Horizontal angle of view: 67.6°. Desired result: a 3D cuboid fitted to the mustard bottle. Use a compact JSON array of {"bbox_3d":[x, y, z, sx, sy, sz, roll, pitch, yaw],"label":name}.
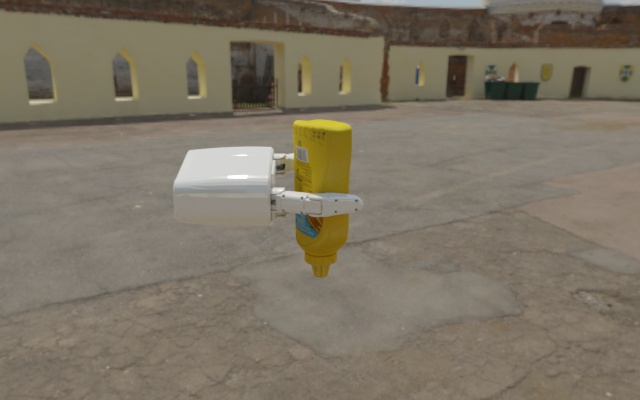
[{"bbox_3d":[0.000,0.002,0.577,0.058,0.192,0.096,-7,16,-27],"label":"mustard bottle"}]
